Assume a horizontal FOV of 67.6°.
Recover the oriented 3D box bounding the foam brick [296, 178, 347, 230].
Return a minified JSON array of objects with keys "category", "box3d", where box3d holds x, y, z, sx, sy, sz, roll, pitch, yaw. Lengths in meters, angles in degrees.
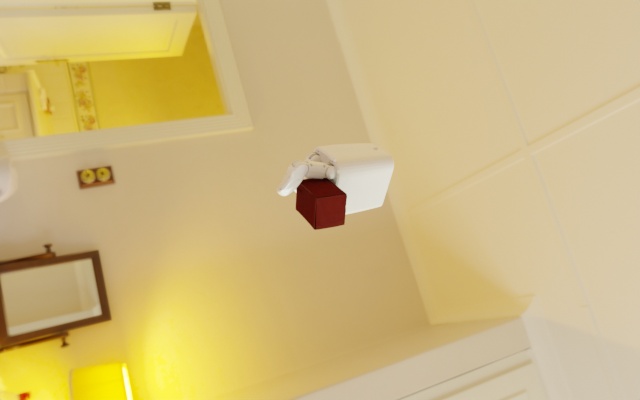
[{"category":"foam brick","box3d":[0.000,0.003,0.725,0.051,0.053,0.078,-6,26,-23]}]
